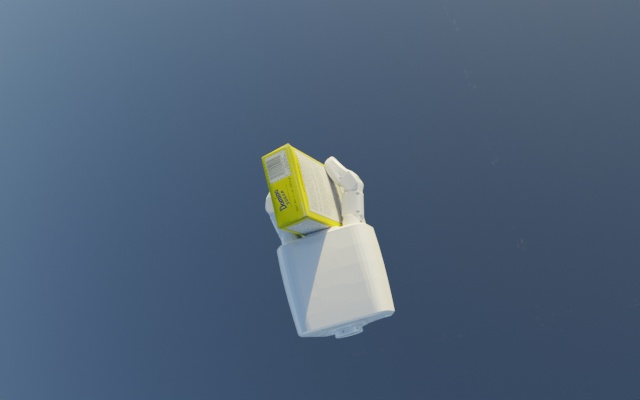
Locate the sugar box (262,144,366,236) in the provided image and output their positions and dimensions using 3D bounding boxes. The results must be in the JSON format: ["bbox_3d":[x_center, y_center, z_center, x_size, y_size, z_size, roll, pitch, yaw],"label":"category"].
[{"bbox_3d":[0.000,0.002,0.599,0.048,0.093,0.176,-23,-23,20],"label":"sugar box"}]
